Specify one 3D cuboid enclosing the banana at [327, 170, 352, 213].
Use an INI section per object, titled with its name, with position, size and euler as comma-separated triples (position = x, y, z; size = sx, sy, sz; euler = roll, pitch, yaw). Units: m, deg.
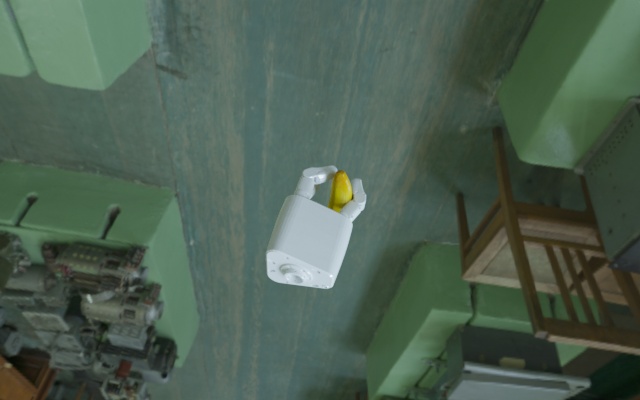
[banana]
position = 0.014, 0.015, 0.826
size = 0.069, 0.037, 0.198
euler = 35, -34, -8
